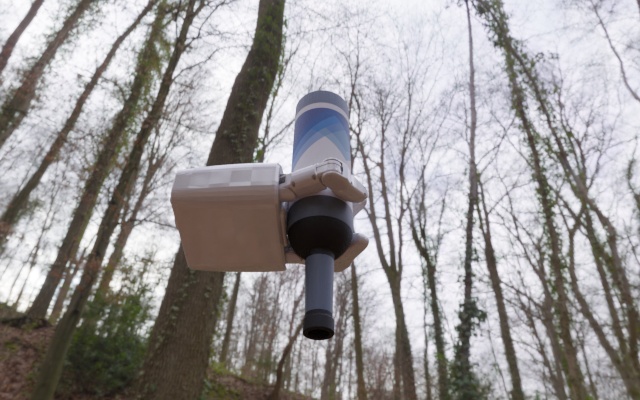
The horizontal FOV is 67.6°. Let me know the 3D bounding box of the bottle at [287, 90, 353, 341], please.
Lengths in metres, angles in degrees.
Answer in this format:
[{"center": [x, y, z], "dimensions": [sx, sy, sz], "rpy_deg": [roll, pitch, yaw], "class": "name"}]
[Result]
[{"center": [0.000, 0.001, 0.502], "dimensions": [0.069, 0.295, 0.069], "rpy_deg": [1, -40, 0], "class": "bottle"}]
